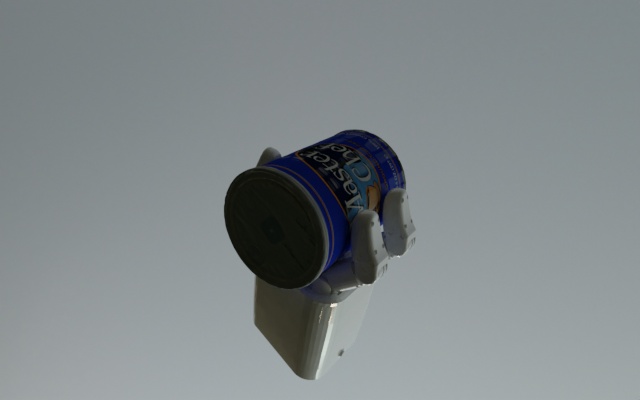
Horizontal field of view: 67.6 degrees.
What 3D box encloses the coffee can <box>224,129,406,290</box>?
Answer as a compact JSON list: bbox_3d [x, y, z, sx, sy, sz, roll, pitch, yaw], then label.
[{"bbox_3d":[0.000,0.001,0.426,0.103,0.103,0.140,0,19,37],"label":"coffee can"}]
